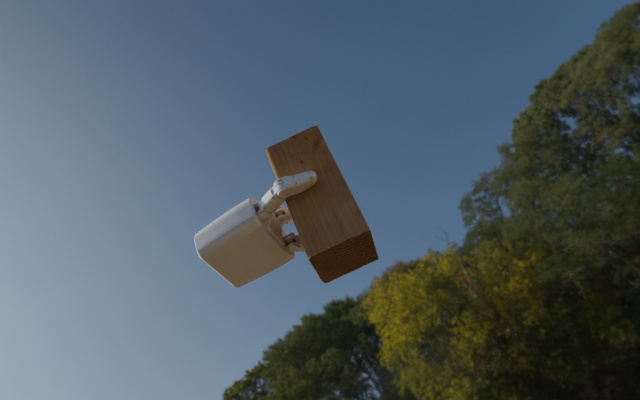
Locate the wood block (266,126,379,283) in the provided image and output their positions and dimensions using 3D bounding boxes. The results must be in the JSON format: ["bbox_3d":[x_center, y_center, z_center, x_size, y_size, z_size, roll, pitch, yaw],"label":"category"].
[{"bbox_3d":[0.000,0.002,0.705,0.090,0.206,0.091,-25,-34,0],"label":"wood block"}]
